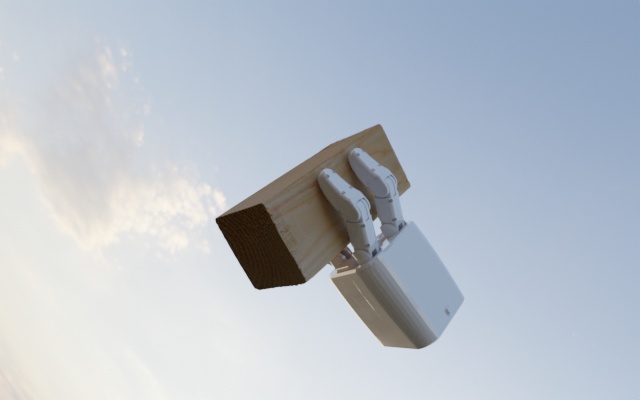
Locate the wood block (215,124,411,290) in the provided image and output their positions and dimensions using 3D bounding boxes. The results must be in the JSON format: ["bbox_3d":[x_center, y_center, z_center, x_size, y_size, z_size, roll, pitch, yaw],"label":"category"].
[{"bbox_3d":[0.000,0.002,0.533,0.091,0.090,0.206,-18,14,46],"label":"wood block"}]
